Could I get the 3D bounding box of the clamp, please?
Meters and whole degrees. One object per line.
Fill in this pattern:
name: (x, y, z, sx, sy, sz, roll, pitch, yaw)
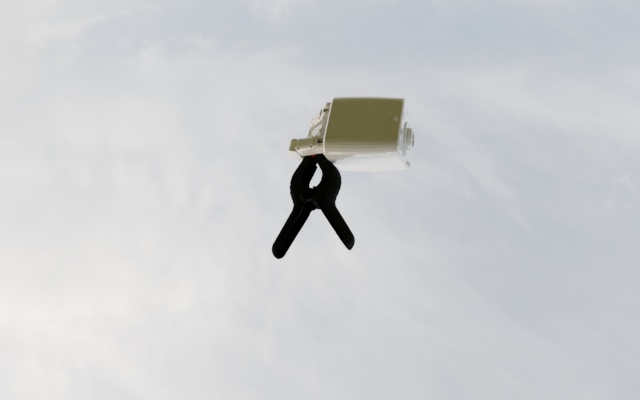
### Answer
clamp: (0.000, 0.002, 0.670, 0.120, 0.171, 0.039, 2, -23, 21)
